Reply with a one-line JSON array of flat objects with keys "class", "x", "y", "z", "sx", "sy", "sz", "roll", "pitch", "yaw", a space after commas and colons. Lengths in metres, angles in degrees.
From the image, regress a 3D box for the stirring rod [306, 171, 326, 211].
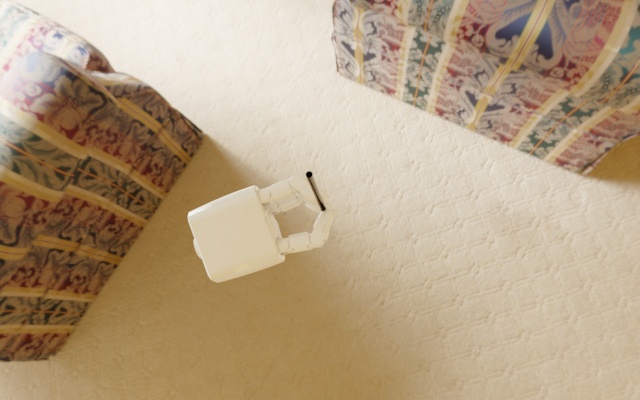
[{"class": "stirring rod", "x": 0.000, "y": 0.002, "z": 0.651, "sx": 0.011, "sy": 0.011, "sz": 0.239, "roll": 0, "pitch": -15, "yaw": 6}]
